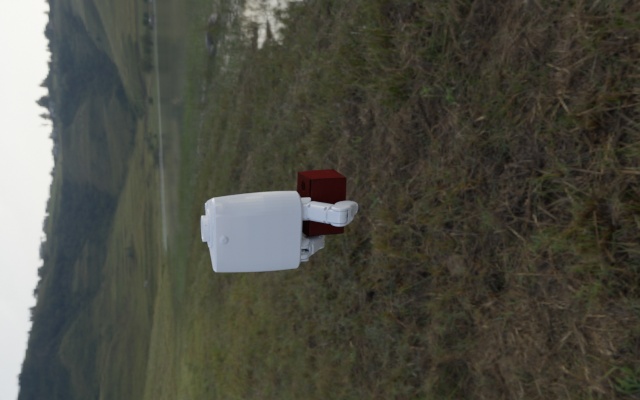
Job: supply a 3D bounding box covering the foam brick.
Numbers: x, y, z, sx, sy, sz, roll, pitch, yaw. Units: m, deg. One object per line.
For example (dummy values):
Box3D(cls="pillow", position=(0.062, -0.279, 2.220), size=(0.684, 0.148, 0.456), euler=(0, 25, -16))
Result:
Box3D(cls="foam brick", position=(0.000, 0.002, 0.628), size=(0.051, 0.078, 0.053), euler=(-3, 15, -19))
